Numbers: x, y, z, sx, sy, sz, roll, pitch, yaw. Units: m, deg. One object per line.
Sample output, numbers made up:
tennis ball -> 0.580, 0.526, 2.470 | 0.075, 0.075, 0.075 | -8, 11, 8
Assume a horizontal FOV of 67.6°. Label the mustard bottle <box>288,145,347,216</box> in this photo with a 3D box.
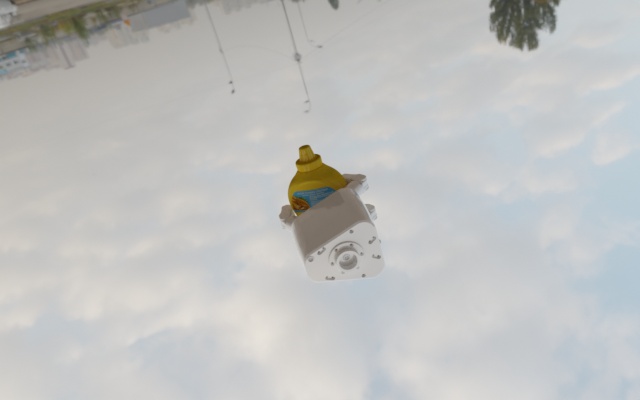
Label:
mustard bottle -> 0.000, 0.003, 0.758 | 0.096, 0.192, 0.058 | -8, 27, 19
